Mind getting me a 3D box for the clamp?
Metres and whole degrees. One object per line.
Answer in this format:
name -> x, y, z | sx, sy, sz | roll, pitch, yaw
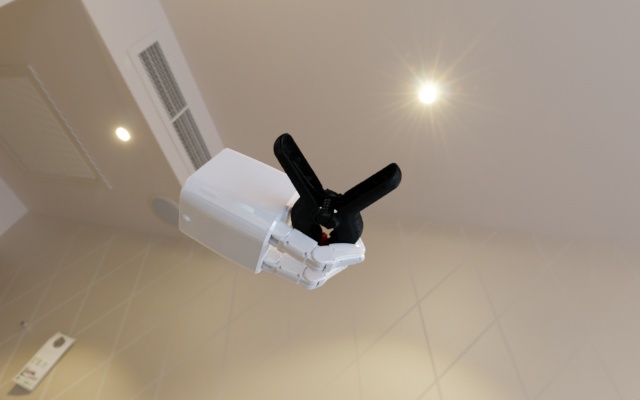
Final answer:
clamp -> 0.000, 0.001, 0.489 | 0.120, 0.039, 0.172 | 26, -40, 3
